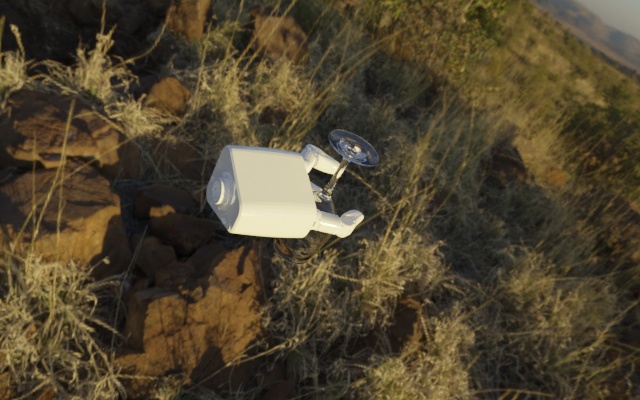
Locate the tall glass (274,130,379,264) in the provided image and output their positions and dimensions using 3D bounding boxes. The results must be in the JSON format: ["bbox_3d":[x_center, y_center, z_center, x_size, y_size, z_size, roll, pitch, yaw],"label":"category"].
[{"bbox_3d":[0.001,0.002,0.674,0.079,0.201,0.079,21,34,-15],"label":"tall glass"}]
